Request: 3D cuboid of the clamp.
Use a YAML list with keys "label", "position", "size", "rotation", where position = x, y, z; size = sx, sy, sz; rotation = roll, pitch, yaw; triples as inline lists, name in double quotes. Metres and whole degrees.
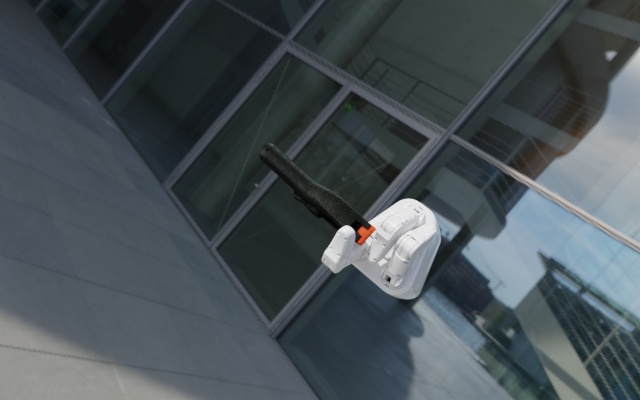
- label: "clamp"
  position: [0.001, 0.002, 0.596]
  size: [0.171, 0.039, 0.120]
  rotation: [42, -1, 25]
